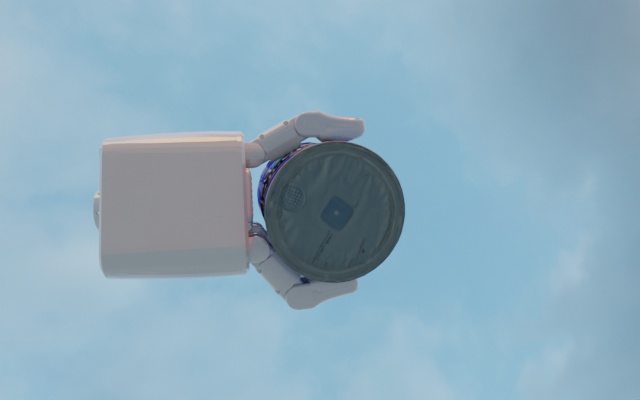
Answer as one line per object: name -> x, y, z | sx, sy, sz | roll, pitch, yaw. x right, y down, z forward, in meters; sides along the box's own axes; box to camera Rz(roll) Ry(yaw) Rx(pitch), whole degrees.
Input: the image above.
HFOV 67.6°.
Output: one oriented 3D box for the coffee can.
coffee can -> 0.000, 0.001, 0.407 | 0.103, 0.103, 0.140 | 0, 7, -10
